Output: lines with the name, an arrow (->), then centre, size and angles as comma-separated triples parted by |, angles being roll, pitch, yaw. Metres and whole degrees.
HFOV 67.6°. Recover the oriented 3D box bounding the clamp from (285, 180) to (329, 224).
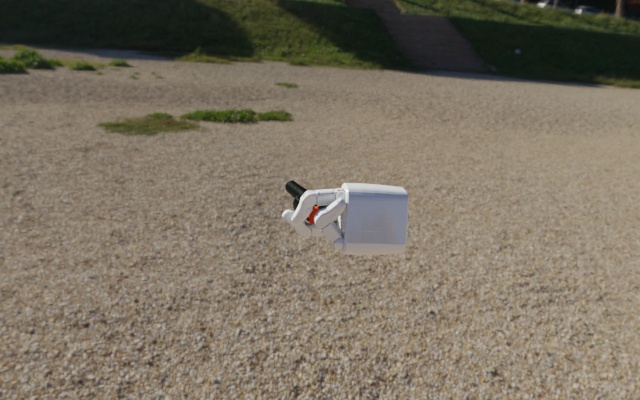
clamp -> 0.000, 0.002, 0.876 | 0.120, 0.039, 0.171 | 2, 21, -9
